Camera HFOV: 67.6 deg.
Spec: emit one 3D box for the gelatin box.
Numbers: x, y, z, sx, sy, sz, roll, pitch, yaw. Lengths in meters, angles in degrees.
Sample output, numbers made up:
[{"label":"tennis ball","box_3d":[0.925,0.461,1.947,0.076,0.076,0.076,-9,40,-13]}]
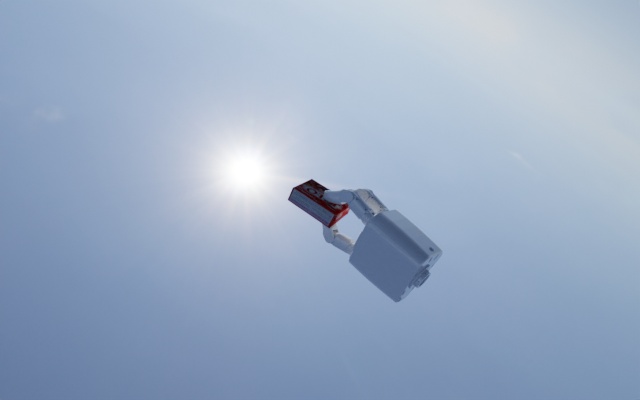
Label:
[{"label":"gelatin box","box_3d":[0.000,0.003,0.809,0.089,0.030,0.073,33,25,13]}]
